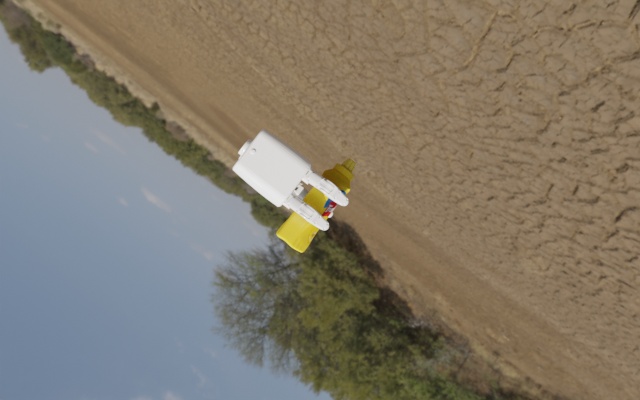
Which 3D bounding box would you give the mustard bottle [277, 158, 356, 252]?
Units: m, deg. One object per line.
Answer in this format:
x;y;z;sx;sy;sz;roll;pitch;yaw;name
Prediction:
0.000;0.003;0.873;0.058;0.191;0.096;36;-4;16;mustard bottle
